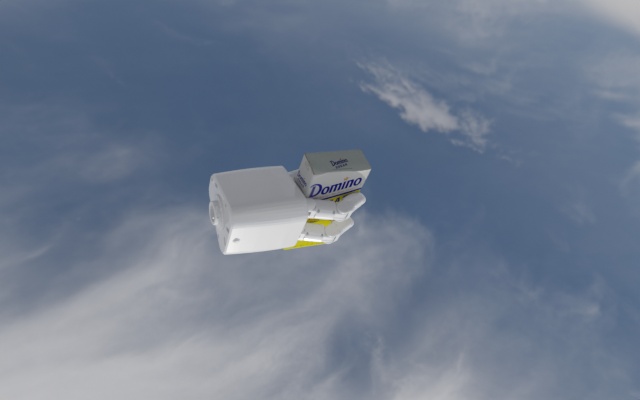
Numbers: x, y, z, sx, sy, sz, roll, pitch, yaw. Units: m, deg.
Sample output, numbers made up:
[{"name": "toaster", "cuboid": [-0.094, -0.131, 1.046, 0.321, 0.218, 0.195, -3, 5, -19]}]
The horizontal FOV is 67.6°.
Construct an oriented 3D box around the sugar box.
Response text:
[{"name": "sugar box", "cuboid": [0.000, 0.003, 0.711, 0.093, 0.048, 0.176, -7, -35, -27]}]
